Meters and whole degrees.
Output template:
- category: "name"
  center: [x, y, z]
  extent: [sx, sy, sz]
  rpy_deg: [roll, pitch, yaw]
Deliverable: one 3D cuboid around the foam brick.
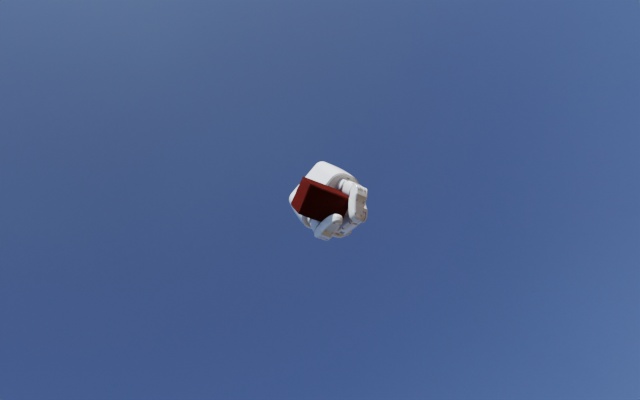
- category: "foam brick"
  center: [0.000, 0.002, 0.772]
  extent: [0.078, 0.053, 0.051]
  rpy_deg: [21, 11, -24]
